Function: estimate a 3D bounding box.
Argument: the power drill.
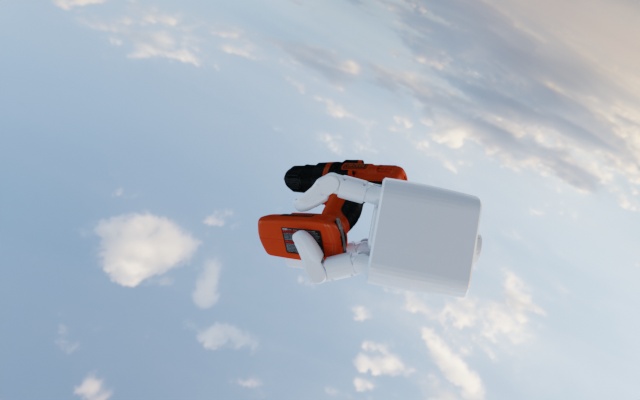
[{"bbox_3d":[0.000,0.002,0.613,0.184,0.057,0.187,2,30,29],"label":"power drill"}]
